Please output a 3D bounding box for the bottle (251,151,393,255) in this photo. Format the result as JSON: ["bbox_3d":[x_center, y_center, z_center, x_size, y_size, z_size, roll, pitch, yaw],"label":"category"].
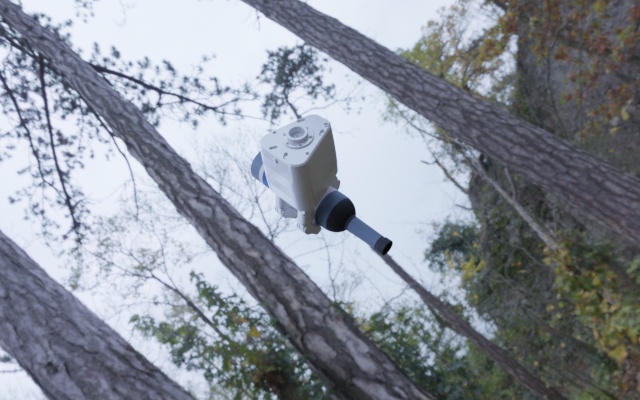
[{"bbox_3d":[0.000,0.003,0.823,0.295,0.069,0.069,35,18,29],"label":"bottle"}]
